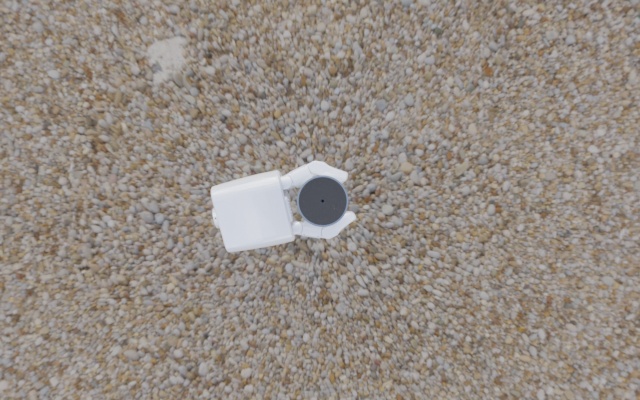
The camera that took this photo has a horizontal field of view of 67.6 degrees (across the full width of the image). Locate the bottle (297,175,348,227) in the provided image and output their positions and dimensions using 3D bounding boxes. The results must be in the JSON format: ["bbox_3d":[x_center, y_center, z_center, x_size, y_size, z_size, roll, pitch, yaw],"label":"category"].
[{"bbox_3d":[0.000,0.002,0.757,0.069,0.069,0.296,0,-1,-1],"label":"bottle"}]
